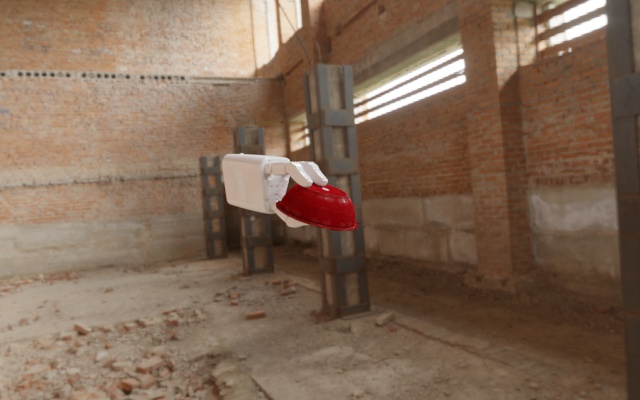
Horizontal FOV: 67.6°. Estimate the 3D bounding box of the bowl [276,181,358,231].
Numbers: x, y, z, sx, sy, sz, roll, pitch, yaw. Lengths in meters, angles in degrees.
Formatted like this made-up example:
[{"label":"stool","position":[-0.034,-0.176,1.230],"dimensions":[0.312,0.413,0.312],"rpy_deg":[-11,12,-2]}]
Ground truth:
[{"label":"bowl","position":[0.001,0.003,0.897],"dimensions":[0.162,0.055,0.162],"rpy_deg":[15,13,-4]}]
